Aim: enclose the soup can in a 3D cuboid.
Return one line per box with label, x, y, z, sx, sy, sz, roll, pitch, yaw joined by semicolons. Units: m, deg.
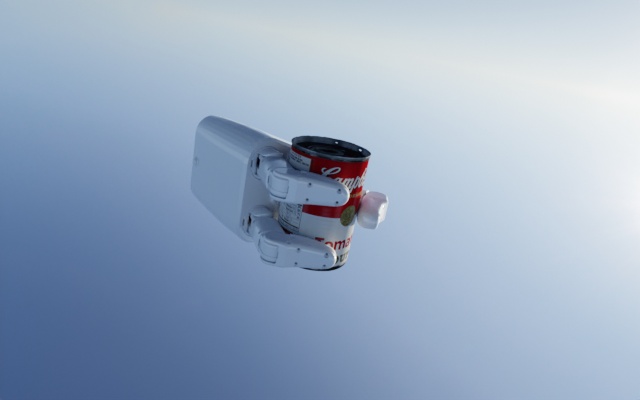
soup can;0.000;0.002;0.416;0.068;0.102;0.068;10;19;-3
